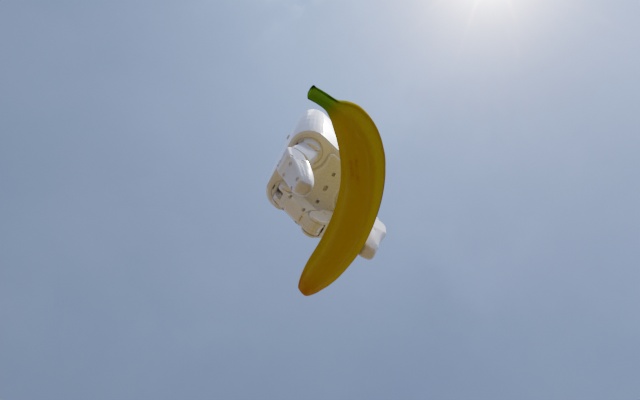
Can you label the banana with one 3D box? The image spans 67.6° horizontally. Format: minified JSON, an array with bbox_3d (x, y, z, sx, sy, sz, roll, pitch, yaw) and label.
[{"bbox_3d":[0.019,-0.001,0.412,0.069,0.198,0.037,3,26,0],"label":"banana"}]
